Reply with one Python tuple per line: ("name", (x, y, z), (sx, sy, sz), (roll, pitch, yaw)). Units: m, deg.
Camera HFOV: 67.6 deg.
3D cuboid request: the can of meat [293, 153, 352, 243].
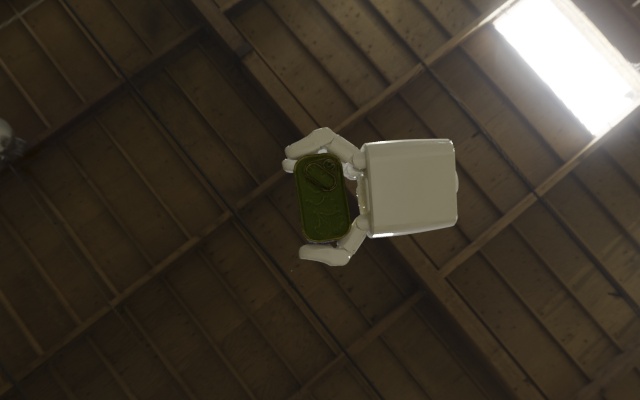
("can of meat", (0.000, 0.002, 0.582), (0.057, 0.102, 0.084), (-9, -8, -4))
